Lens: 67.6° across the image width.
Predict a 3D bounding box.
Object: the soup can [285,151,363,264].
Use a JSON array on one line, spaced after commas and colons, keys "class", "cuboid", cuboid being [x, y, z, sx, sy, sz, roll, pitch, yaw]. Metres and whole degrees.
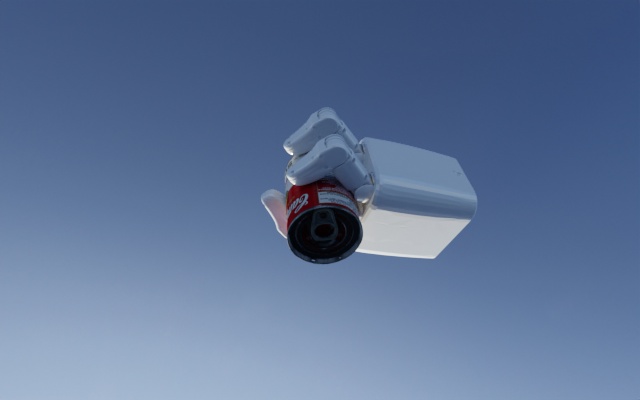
[{"class": "soup can", "cuboid": [0.000, 0.001, 0.460, 0.068, 0.069, 0.102, 0, 37, -6]}]
